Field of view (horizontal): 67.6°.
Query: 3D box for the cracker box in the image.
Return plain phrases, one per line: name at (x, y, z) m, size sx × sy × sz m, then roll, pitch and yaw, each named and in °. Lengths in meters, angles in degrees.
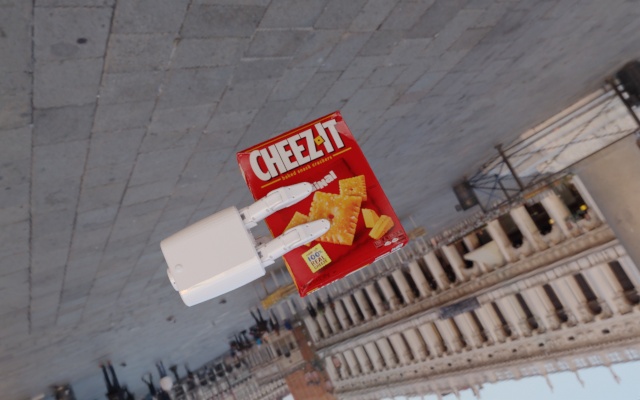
cracker box at (0.000, 0.002, 0.667) m, size 0.164 × 0.213 × 0.072 m, roll -24°, pitch -13°, yaw -10°
